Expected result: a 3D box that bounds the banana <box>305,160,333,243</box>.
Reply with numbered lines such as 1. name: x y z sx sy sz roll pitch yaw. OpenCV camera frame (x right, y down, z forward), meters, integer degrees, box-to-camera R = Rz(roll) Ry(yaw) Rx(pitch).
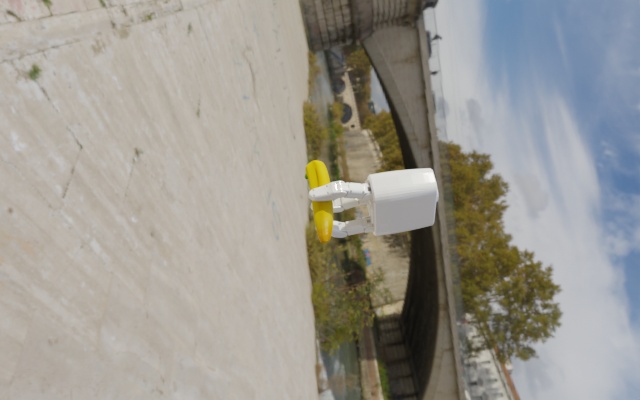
1. banana: -0.001 -0.014 0.822 0.037 0.070 0.197 -6 38 -5
